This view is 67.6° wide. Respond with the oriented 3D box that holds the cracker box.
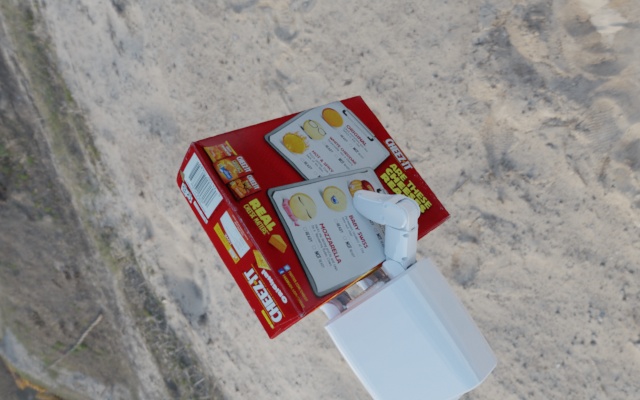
[{"bbox_3d":[0.000,0.001,0.450,0.213,0.164,0.072,-25,-14,-41],"label":"cracker box"}]
